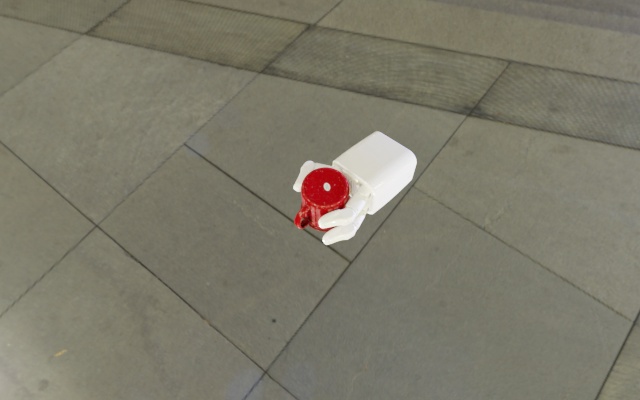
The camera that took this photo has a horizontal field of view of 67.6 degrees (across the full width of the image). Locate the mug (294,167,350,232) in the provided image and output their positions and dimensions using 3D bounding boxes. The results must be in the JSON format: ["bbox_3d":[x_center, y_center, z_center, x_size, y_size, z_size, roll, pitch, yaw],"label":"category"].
[{"bbox_3d":[-0.001,0.003,0.824,0.117,0.093,0.081,-39,-23,-17],"label":"mug"}]
